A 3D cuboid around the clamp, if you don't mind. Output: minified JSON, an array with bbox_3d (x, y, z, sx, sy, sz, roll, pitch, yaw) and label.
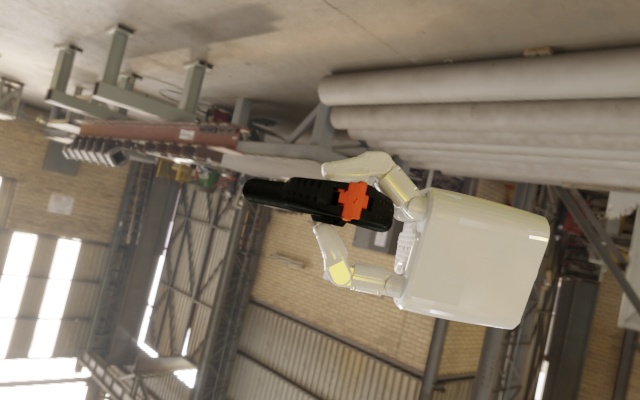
[{"bbox_3d":[0.000,0.002,0.429,0.164,0.036,0.210,12,-3,-1],"label":"clamp"}]
